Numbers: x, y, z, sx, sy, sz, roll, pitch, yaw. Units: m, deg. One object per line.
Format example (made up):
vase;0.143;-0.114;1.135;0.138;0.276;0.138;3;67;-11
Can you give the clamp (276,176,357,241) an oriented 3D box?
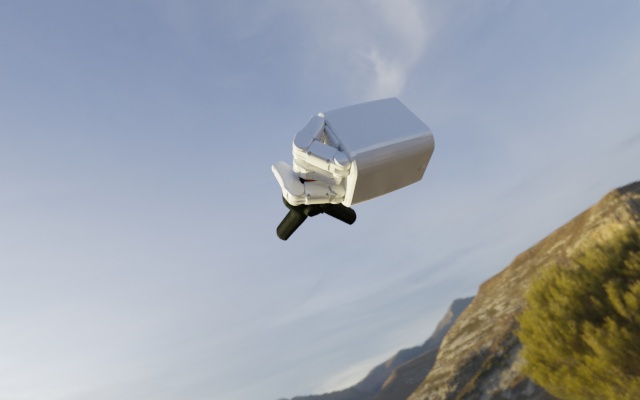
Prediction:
clamp;0.000;0.002;0.652;0.120;0.039;0.172;-14;-26;-14
